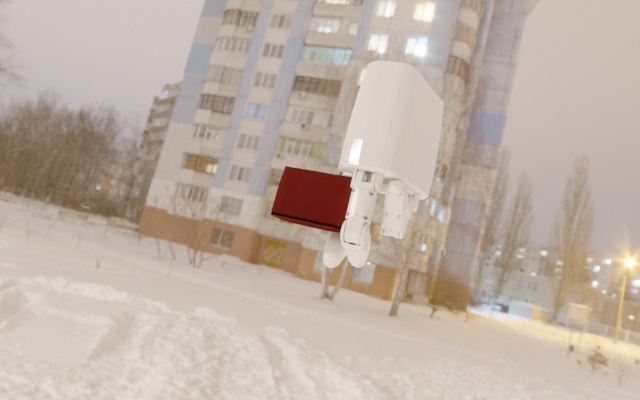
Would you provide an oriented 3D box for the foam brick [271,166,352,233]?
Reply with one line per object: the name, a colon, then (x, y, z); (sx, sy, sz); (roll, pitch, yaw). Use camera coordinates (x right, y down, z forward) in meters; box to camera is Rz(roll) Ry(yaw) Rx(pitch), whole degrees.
foam brick: (0.000, 0.002, 0.479); (0.078, 0.051, 0.053); (11, -7, 18)
